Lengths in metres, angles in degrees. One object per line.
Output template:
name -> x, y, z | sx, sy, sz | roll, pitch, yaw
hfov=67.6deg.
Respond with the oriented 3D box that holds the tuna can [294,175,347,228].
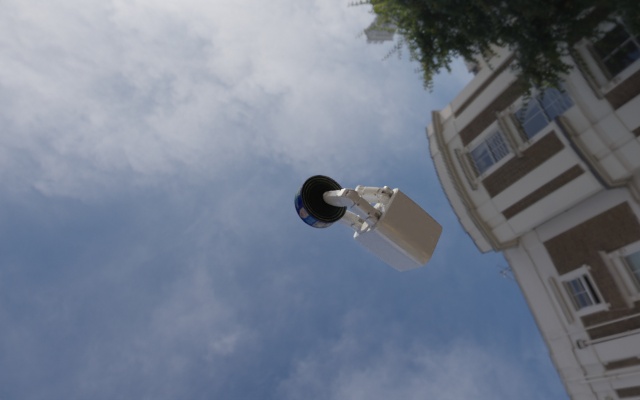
tuna can -> 0.000, 0.003, 0.801 | 0.086, 0.086, 0.034 | 0, -23, -29
